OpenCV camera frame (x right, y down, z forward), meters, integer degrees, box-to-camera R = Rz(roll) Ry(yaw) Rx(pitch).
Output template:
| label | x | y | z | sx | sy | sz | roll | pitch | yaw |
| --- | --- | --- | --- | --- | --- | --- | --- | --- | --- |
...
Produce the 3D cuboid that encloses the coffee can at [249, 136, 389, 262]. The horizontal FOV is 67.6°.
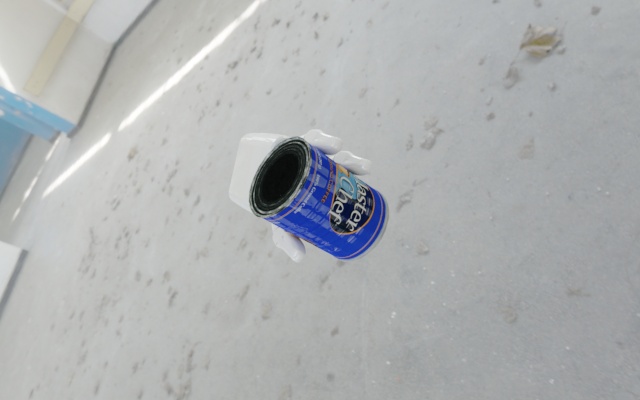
| label | x | y | z | sx | sy | sz | roll | pitch | yaw |
| --- | --- | --- | --- | --- | --- | --- | --- | --- | --- |
| coffee can | 0.000 | 0.002 | 0.577 | 0.140 | 0.102 | 0.103 | 32 | -20 | -36 |
